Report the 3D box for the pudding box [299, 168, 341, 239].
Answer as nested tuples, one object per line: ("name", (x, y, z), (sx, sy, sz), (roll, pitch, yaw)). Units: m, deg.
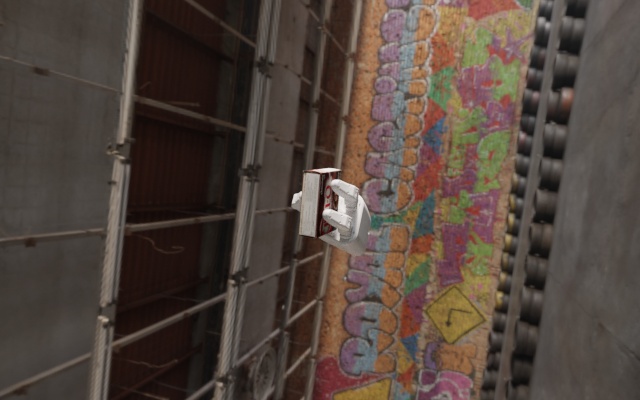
("pudding box", (0.000, 0.003, 0.821), (0.039, 0.113, 0.090), (6, 9, 23))
